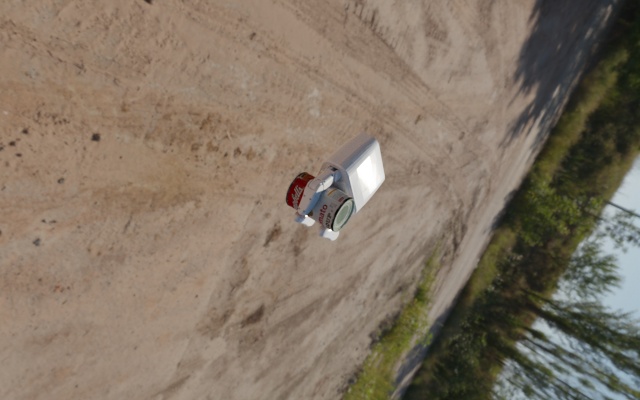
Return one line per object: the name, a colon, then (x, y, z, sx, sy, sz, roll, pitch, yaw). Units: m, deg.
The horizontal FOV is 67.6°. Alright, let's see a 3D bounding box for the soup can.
soup can: (0.000, 0.003, 0.826, 0.102, 0.068, 0.068, 30, 13, 24)
